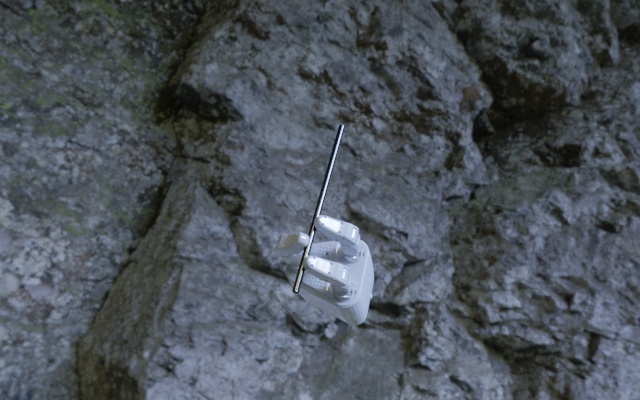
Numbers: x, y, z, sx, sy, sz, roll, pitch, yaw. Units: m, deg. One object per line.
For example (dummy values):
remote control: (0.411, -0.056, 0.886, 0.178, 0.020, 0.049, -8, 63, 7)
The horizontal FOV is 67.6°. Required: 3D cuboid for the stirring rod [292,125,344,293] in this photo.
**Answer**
stirring rod: (0.000, 0.002, 0.604, 0.011, 0.239, 0.011, 13, -26, 6)
